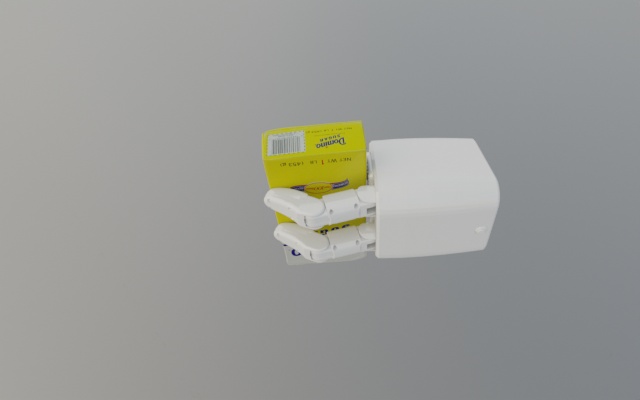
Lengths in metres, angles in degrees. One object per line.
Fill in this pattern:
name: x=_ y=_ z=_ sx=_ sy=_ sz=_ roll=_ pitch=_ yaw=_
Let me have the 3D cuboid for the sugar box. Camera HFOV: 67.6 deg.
sugar box: x=0.000 y=0.002 z=0.486 sx=0.093 sy=0.048 sz=0.176 roll=-5 pitch=-42 yaw=2
